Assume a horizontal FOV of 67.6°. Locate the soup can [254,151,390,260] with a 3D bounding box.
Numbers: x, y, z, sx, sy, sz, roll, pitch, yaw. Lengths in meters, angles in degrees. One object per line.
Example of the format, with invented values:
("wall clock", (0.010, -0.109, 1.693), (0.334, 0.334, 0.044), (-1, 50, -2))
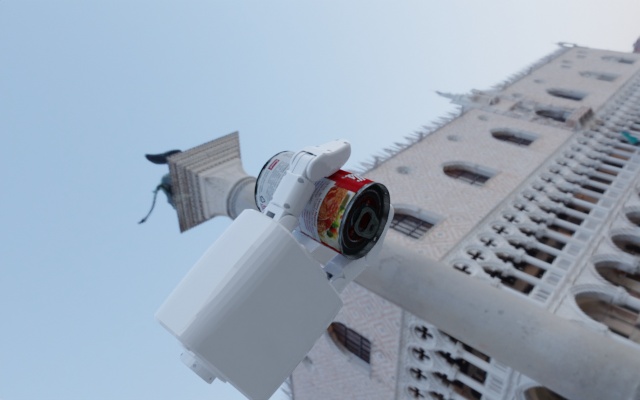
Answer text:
("soup can", (0.000, 0.001, 0.418), (0.102, 0.068, 0.068), (23, 14, 35))
